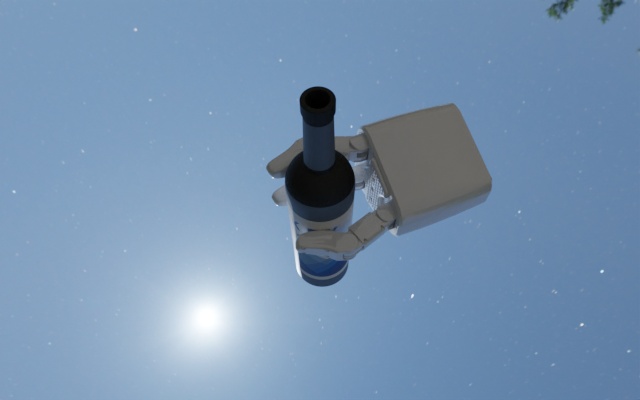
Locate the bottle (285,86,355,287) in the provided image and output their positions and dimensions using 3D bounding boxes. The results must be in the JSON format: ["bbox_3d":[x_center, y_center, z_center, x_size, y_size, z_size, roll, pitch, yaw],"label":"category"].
[{"bbox_3d":[0.000,0.002,0.479,0.069,0.069,0.296,0,-31,1],"label":"bottle"}]
